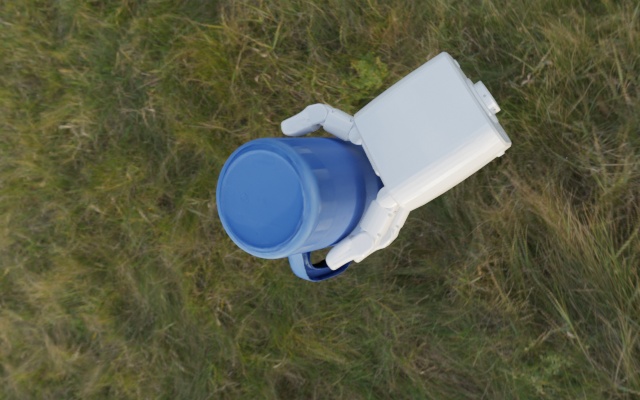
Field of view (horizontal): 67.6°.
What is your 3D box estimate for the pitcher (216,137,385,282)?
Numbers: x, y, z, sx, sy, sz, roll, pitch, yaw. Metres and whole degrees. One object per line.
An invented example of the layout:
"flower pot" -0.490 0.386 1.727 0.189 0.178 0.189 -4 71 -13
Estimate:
"pitcher" 0.000 0.002 0.523 0.145 0.149 0.243 -36 -12 24
